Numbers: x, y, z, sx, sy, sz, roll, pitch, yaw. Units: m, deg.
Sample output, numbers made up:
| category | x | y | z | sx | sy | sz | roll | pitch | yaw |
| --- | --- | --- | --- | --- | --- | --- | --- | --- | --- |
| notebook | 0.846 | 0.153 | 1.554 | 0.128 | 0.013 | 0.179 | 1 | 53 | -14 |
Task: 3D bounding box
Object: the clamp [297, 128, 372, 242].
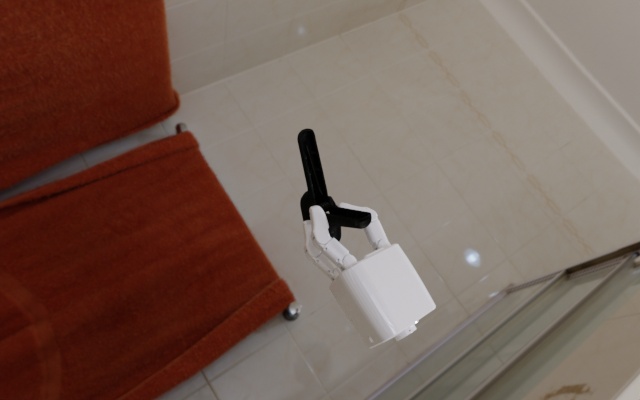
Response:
| category | x | y | z | sx | sy | sz | roll | pitch | yaw |
| --- | --- | --- | --- | --- | --- | --- | --- | --- | --- |
| clamp | 0.001 | 0.002 | 0.710 | 0.036 | 0.164 | 0.210 | -23 | -17 | -21 |
